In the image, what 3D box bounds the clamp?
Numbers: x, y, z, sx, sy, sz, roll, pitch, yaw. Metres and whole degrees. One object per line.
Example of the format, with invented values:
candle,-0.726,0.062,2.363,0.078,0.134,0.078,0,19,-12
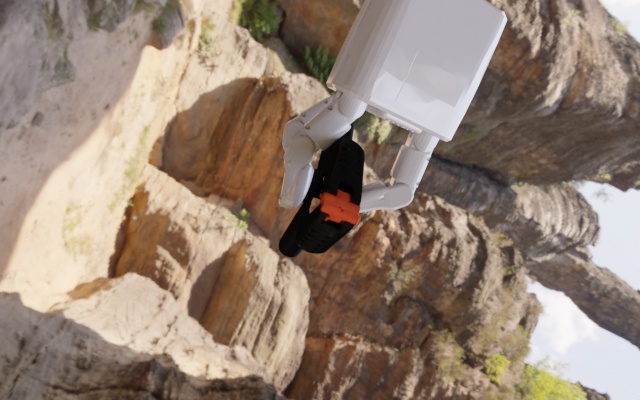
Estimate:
clamp,0.001,0.002,0.413,0.036,0.164,0.210,21,12,-8
